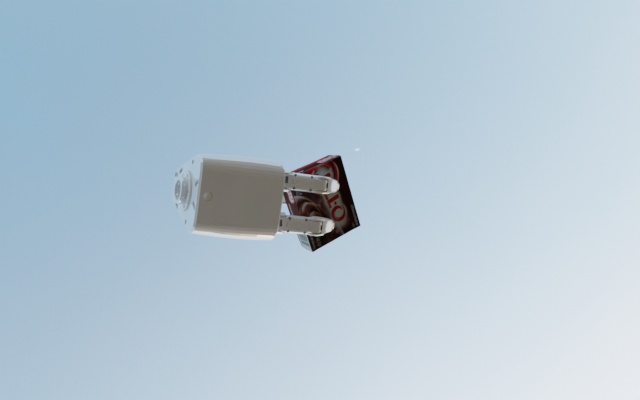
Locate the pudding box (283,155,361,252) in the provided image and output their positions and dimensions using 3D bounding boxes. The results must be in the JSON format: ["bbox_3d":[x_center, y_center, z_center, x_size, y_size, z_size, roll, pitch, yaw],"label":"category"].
[{"bbox_3d":[0.000,0.002,0.674,0.090,0.113,0.039,-26,21,-27],"label":"pudding box"}]
